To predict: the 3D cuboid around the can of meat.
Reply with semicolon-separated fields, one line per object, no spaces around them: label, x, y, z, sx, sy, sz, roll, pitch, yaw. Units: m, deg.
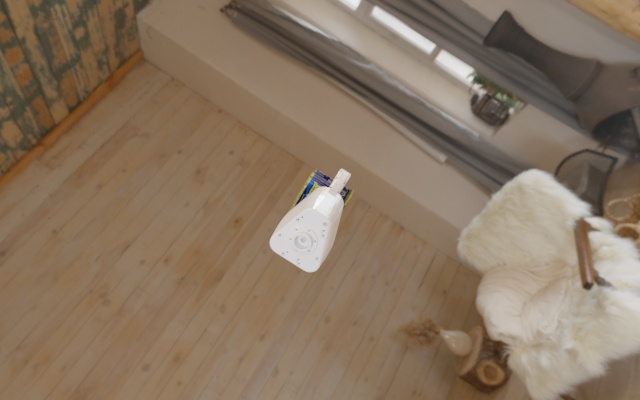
can of meat;0.000;0.003;0.898;0.084;0.102;0.057;32;26;0
